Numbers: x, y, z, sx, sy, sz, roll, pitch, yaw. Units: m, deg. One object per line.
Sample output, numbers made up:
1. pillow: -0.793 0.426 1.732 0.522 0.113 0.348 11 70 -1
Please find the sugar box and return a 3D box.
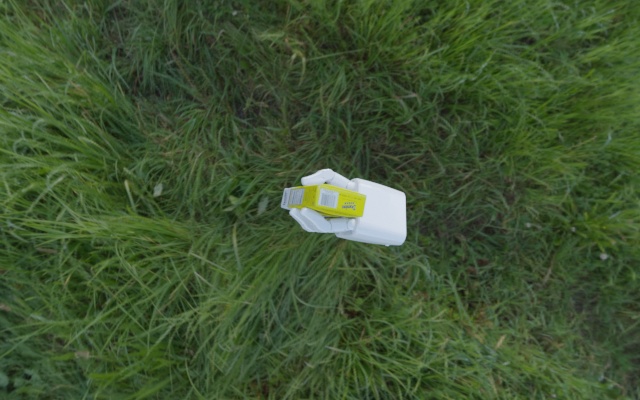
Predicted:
1. sugar box: 0.000 0.003 0.873 0.093 0.048 0.176 14 -9 -22
